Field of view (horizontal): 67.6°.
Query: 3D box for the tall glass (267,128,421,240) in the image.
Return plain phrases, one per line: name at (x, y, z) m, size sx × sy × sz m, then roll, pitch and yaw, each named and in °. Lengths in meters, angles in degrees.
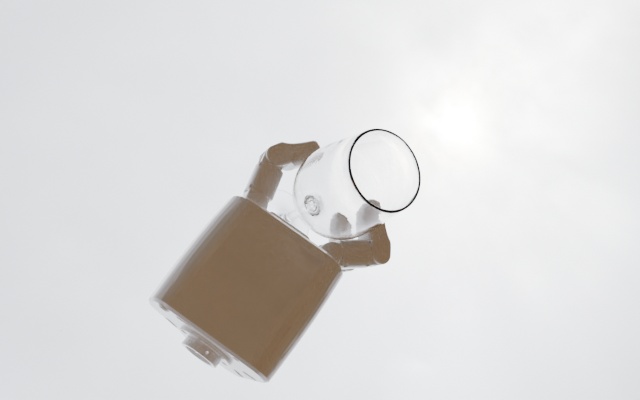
tall glass at (0.000, 0.001, 0.419) m, size 0.079 × 0.079 × 0.201 m, roll 0°, pitch -14°, yaw -29°
